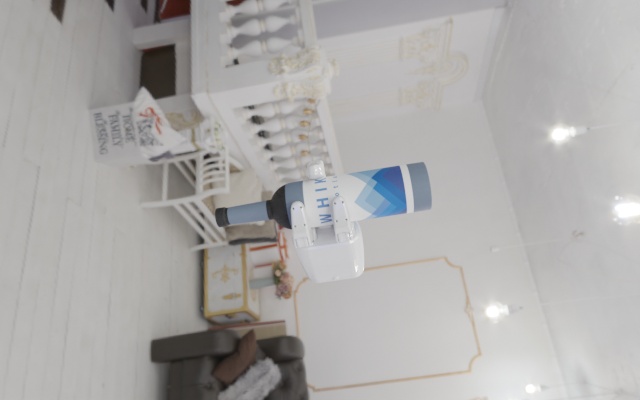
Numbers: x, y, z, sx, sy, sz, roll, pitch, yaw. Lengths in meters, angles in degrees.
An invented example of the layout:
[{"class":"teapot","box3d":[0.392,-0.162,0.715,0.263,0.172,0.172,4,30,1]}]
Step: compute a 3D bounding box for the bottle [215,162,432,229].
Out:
[{"class":"bottle","box3d":[0.000,0.002,0.662,0.296,0.069,0.069,-9,-1,5]}]
